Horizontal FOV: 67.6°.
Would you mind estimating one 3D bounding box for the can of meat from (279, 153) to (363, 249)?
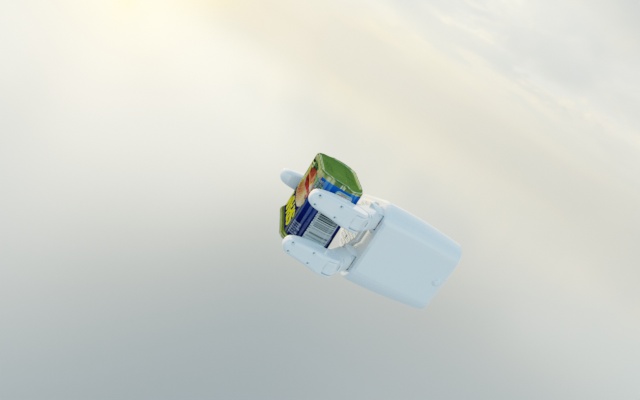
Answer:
[{"bbox_3d":[0.000,0.001,0.523,0.057,0.084,0.102,29,16,-14],"label":"can of meat"}]
